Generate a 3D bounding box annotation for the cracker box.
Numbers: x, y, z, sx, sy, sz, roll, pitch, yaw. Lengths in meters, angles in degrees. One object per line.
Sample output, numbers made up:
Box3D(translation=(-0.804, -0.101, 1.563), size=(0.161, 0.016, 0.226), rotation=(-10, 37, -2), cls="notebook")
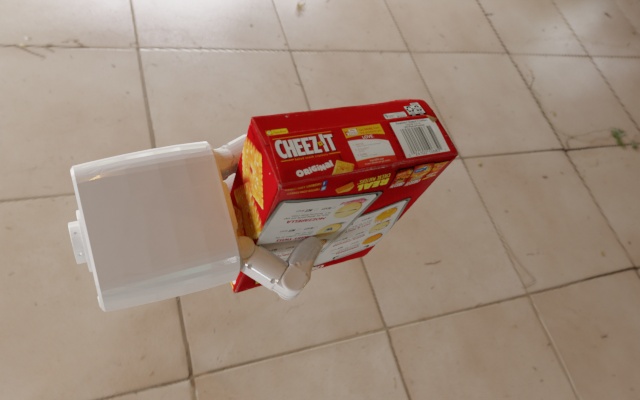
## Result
Box3D(translation=(0.000, 0.002, 0.453), size=(0.164, 0.072, 0.214), rotation=(-12, -25, -25), cls="cracker box")
